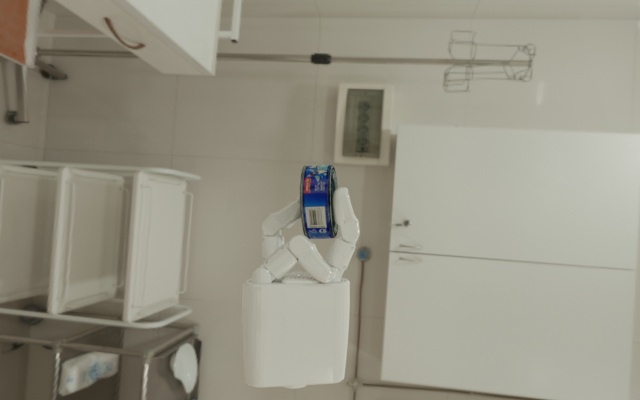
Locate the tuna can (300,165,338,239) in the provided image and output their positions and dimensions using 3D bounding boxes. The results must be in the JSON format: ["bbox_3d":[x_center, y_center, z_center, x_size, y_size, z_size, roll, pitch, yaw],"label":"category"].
[{"bbox_3d":[0.001,0.002,0.550,0.034,0.086,0.086,-2,0,8],"label":"tuna can"}]
